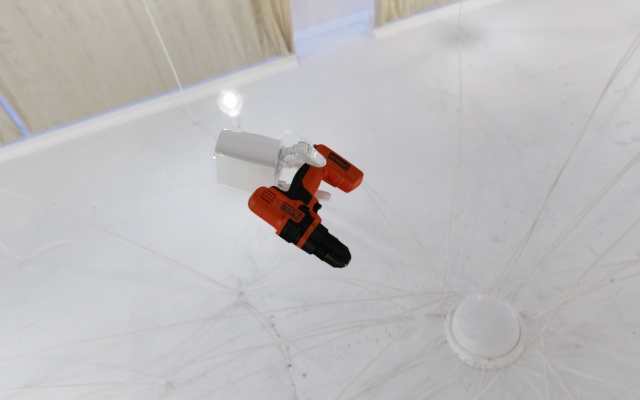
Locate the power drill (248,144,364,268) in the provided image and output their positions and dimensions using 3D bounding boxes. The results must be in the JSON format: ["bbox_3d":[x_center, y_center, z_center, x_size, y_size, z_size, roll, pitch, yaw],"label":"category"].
[{"bbox_3d":[0.000,0.002,0.782,0.184,0.187,0.057,36,-42,1],"label":"power drill"}]
